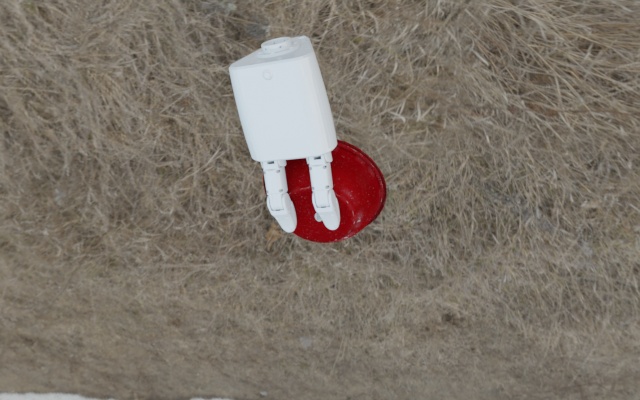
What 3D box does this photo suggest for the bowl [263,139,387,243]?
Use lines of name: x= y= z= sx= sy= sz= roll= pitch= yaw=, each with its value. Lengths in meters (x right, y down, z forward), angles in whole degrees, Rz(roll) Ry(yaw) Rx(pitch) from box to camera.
bowl: x=0.001 y=0.003 z=0.598 sx=0.162 sy=0.162 sz=0.055 roll=0 pitch=40 yaw=13
